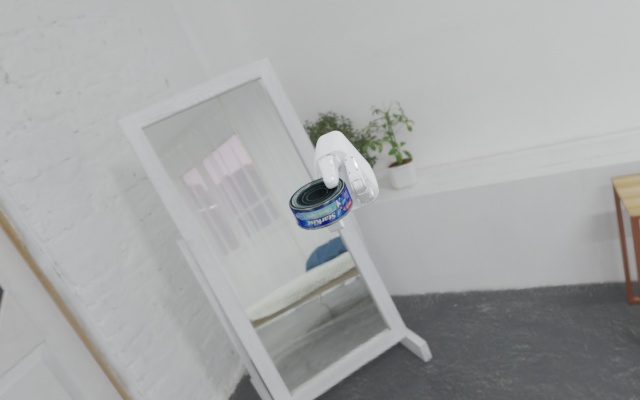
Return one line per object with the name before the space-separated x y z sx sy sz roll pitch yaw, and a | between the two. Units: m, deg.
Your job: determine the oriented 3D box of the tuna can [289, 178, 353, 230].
tuna can | 0.000 0.002 0.667 0.086 0.034 0.086 -19 27 10
